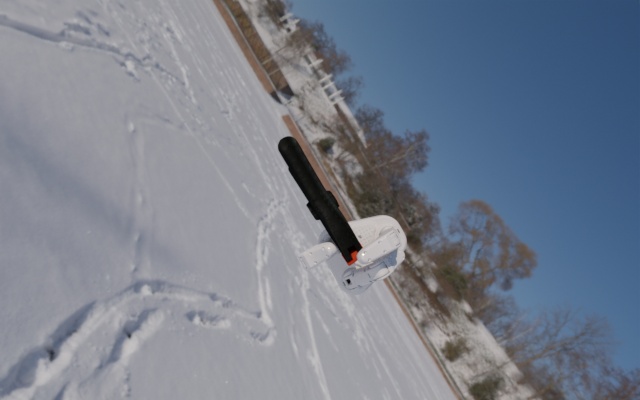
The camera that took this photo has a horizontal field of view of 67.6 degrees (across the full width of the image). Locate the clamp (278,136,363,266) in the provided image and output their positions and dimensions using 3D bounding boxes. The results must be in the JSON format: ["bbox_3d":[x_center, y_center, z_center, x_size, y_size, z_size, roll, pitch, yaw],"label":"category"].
[{"bbox_3d":[0.001,0.002,0.607,0.039,0.171,0.120,-30,-2,3],"label":"clamp"}]
